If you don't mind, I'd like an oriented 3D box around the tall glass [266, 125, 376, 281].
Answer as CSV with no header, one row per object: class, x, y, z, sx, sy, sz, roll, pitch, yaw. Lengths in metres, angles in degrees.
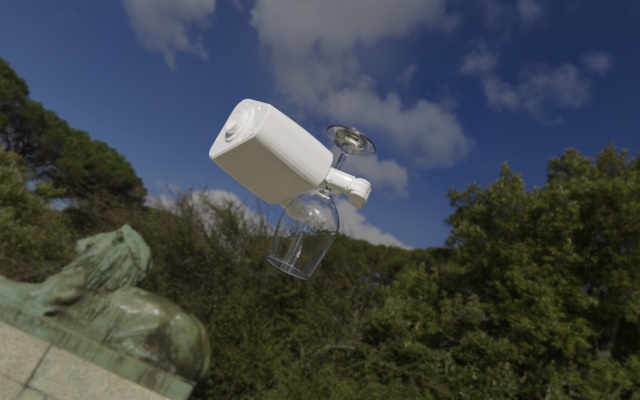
tall glass,0.001,0.002,0.631,0.079,0.201,0.079,23,-18,8
